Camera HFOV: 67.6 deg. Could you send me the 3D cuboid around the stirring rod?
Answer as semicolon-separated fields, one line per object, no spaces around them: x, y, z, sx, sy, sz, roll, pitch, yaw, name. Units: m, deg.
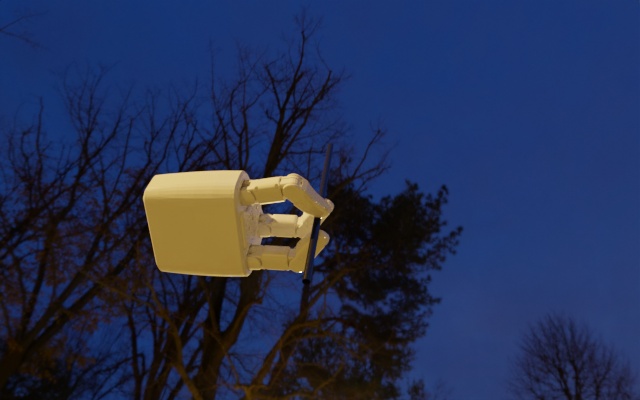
0.000;0.002;0.540;0.011;0.011;0.239;0;38;8;stirring rod
